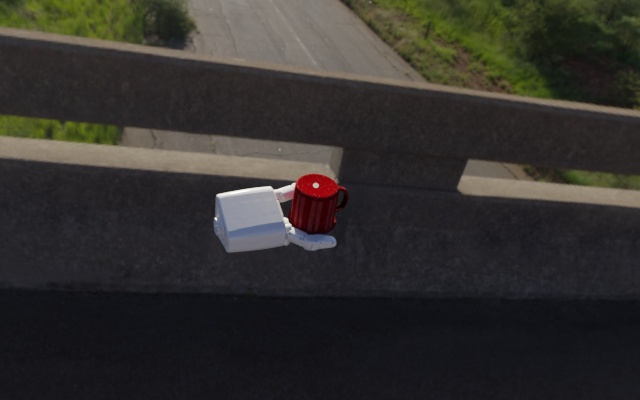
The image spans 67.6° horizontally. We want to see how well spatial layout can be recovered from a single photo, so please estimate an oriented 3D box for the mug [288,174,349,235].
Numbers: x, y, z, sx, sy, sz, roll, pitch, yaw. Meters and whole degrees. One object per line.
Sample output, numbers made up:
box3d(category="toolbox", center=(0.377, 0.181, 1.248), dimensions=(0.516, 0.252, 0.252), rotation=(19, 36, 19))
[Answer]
box3d(category="mug", center=(0.002, 0.003, 0.890), dimensions=(0.117, 0.082, 0.093), rotation=(-8, 40, -23))
